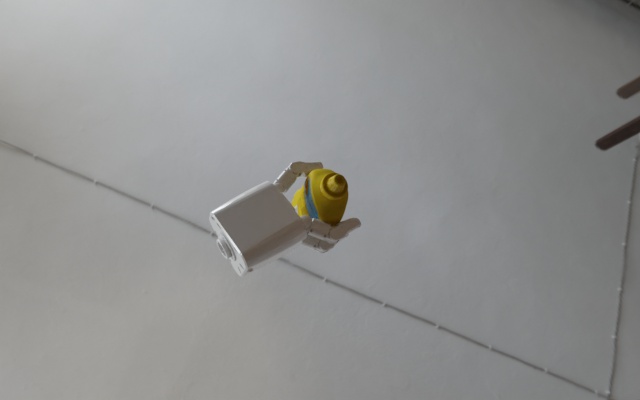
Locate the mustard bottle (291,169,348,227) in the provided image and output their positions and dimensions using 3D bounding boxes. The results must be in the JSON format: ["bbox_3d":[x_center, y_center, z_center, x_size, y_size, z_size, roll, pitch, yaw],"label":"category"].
[{"bbox_3d":[0.000,0.003,0.770,0.058,0.096,0.192,-5,-18,-19],"label":"mustard bottle"}]
